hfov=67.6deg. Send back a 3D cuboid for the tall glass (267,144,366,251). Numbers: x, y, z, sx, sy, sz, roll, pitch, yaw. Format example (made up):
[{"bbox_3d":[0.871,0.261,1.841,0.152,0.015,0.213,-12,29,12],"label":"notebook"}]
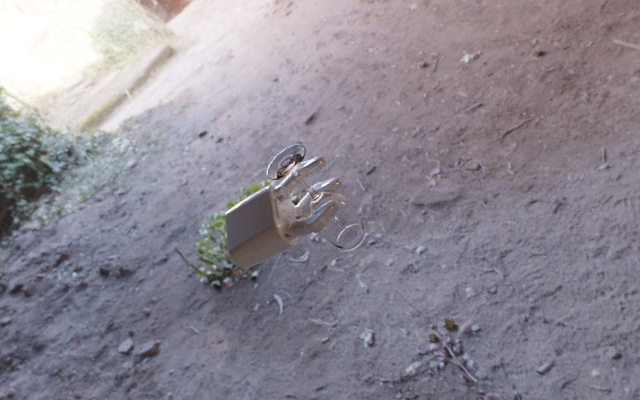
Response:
[{"bbox_3d":[0.000,0.002,0.795,0.079,0.079,0.201,0,-39,45],"label":"tall glass"}]
